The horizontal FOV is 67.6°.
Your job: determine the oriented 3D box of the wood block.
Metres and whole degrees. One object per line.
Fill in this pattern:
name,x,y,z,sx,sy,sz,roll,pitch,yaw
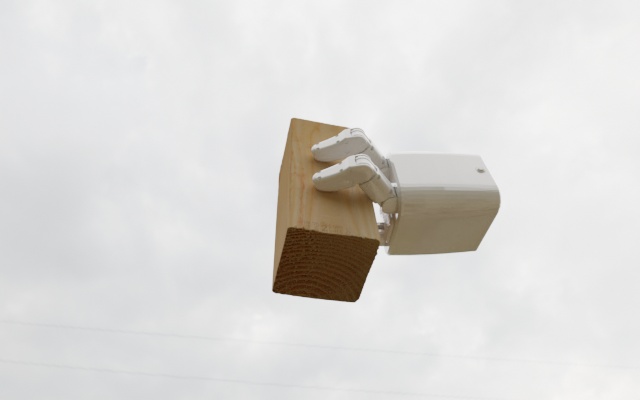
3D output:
wood block,0.000,0.002,0.533,0.090,0.091,0.206,9,36,-9
